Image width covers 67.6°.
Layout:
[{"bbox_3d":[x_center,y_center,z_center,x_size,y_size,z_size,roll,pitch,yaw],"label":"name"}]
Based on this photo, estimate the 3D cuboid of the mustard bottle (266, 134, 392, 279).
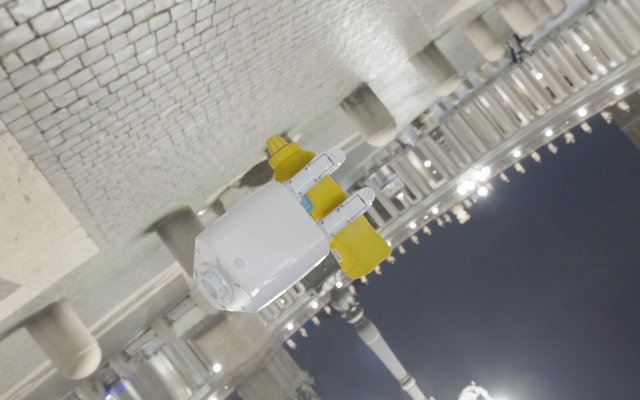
[{"bbox_3d":[0.001,0.002,0.563,0.058,0.191,0.096,-38,-2,-11],"label":"mustard bottle"}]
